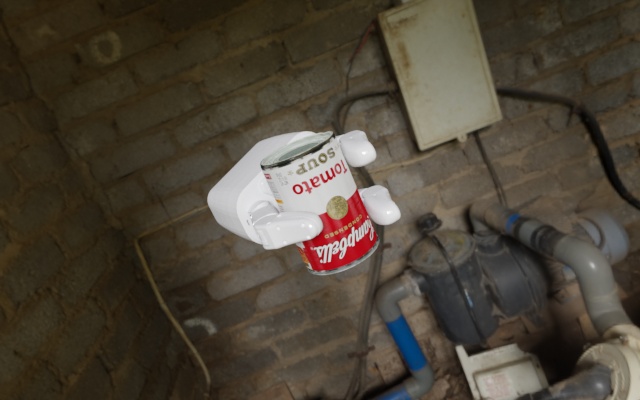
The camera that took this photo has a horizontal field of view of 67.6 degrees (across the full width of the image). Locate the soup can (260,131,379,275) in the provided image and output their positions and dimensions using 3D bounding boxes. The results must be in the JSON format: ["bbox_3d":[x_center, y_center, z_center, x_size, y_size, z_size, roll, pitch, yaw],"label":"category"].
[{"bbox_3d":[0.000,0.001,0.400,0.068,0.102,0.068,-22,17,7],"label":"soup can"}]
